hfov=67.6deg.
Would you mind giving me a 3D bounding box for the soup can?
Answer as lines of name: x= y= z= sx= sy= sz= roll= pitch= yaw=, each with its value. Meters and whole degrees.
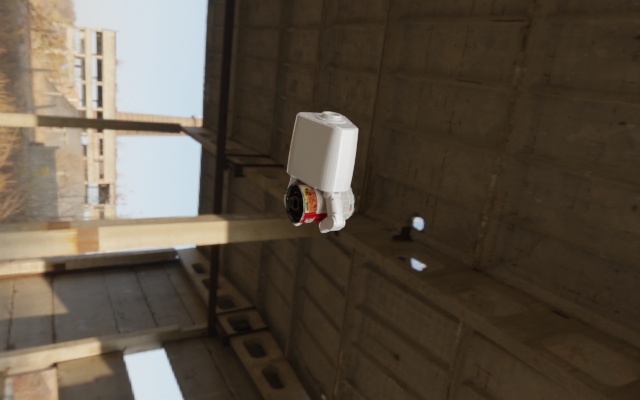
soup can: x=0.000 y=0.003 z=0.818 sx=0.102 sy=0.068 sz=0.068 roll=-3 pitch=2 yaw=-30
